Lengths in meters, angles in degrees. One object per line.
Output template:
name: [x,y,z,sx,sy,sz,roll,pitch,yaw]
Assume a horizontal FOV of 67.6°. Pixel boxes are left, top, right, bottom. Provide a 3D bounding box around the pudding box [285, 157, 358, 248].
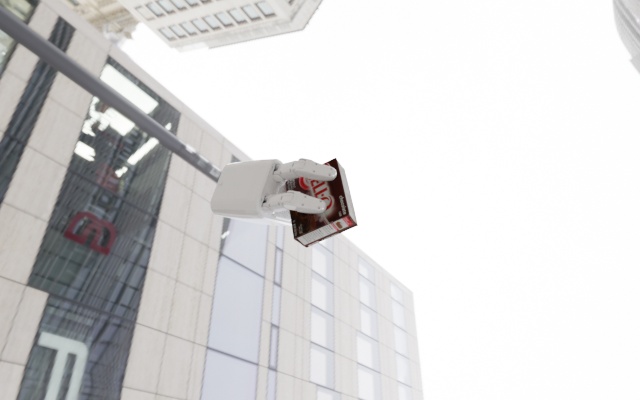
pudding box: [0.000,0.002,0.702,0.090,0.113,0.039,-25,-38,17]
